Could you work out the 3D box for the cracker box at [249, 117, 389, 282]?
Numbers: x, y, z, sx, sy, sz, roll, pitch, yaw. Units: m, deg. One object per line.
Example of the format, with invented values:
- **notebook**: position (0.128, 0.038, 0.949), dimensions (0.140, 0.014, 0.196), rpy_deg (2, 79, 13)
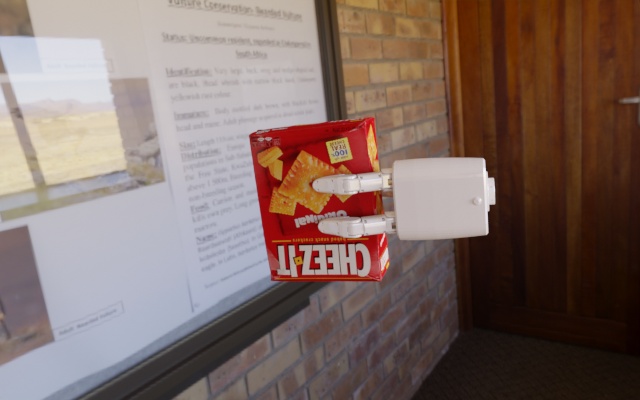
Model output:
- **cracker box**: position (0.000, 0.002, 0.655), dimensions (0.164, 0.214, 0.072), rpy_deg (-3, 13, 19)
